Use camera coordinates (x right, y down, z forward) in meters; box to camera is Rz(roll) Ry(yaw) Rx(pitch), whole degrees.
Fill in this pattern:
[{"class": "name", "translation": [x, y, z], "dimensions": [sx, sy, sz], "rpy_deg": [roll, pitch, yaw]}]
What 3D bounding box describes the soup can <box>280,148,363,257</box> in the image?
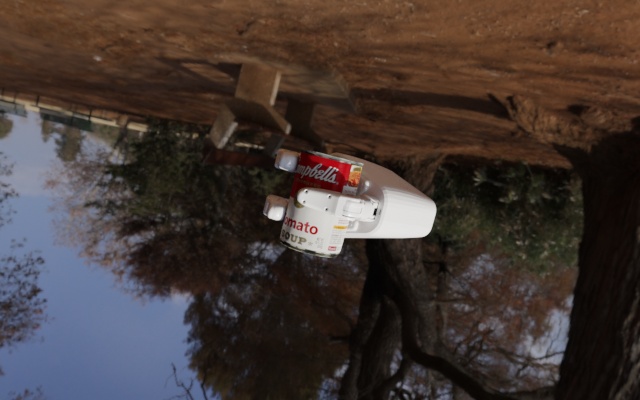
[{"class": "soup can", "translation": [0.000, 0.002, 0.507], "dimensions": [0.068, 0.102, 0.068], "rpy_deg": [14, 6, -1]}]
